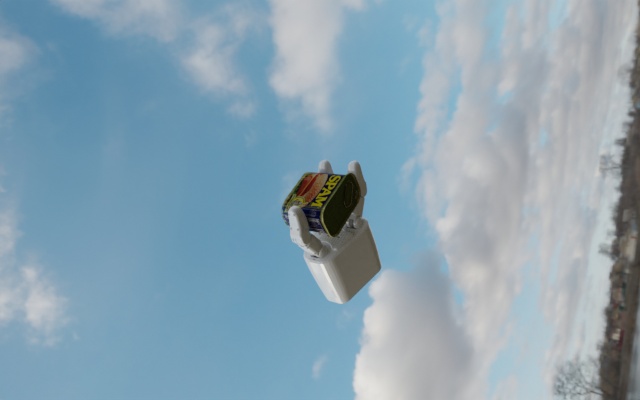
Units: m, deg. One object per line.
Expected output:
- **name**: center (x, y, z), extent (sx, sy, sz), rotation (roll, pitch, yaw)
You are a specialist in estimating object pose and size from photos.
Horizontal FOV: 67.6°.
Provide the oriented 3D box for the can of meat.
- **can of meat**: center (0.000, 0.002, 0.730), extent (0.084, 0.057, 0.102), rotation (6, 48, 36)
